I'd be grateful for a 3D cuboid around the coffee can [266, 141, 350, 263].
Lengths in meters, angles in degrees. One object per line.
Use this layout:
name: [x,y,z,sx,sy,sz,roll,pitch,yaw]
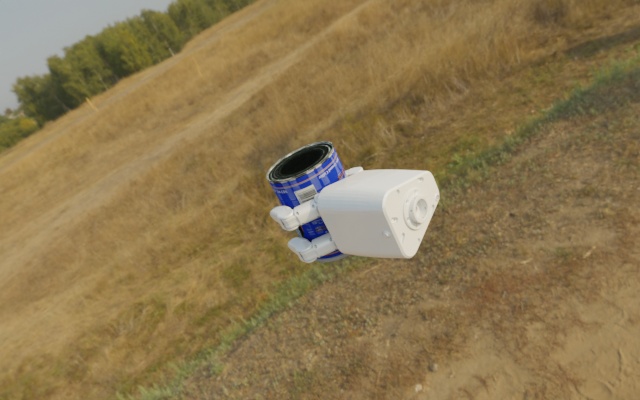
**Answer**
coffee can: [0.000,0.002,0.679,0.103,0.140,0.102,-22,25,11]
